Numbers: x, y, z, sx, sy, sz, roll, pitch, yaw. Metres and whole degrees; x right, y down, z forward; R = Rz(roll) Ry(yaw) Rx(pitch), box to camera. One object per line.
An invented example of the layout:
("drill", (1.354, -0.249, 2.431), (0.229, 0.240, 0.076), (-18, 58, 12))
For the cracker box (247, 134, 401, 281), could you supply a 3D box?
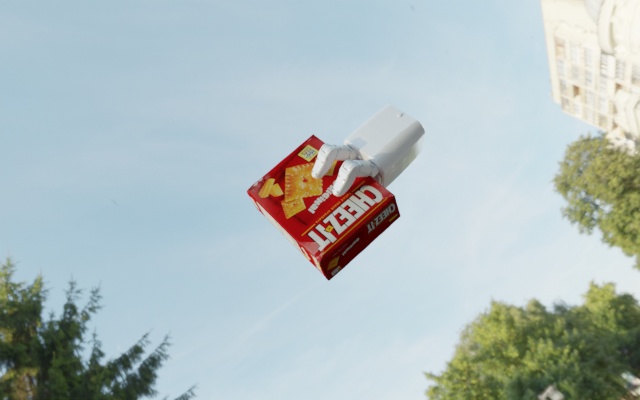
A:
("cracker box", (0.000, 0.003, 0.808), (0.213, 0.164, 0.072), (41, -14, 36))
